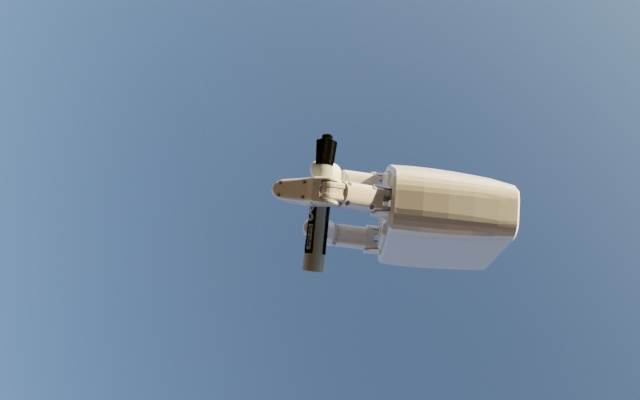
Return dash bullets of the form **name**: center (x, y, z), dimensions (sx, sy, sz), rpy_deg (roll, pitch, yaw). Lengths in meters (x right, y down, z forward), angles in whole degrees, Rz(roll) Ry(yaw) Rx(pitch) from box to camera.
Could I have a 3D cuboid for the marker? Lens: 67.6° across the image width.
- **marker**: center (0.000, 0.001, 0.415), dimensions (0.020, 0.121, 0.020), rpy_deg (6, -8, 1)
